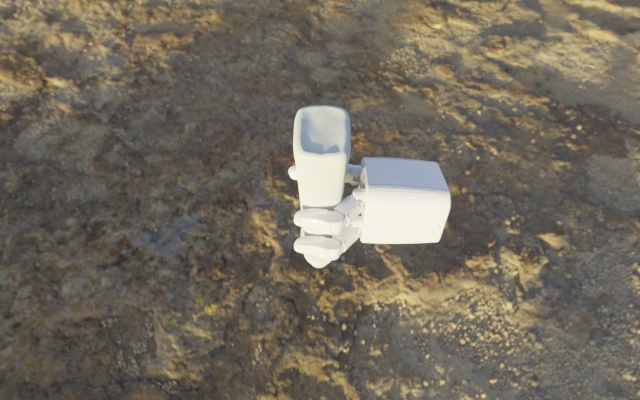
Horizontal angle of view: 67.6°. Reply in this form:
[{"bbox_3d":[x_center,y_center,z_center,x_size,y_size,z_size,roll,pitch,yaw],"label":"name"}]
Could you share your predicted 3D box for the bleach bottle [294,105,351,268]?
[{"bbox_3d":[0.000,0.002,0.646,0.068,0.102,0.251,2,-42,0],"label":"bleach bottle"}]
